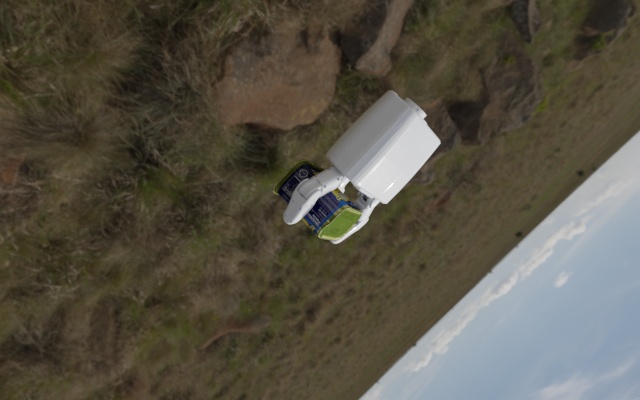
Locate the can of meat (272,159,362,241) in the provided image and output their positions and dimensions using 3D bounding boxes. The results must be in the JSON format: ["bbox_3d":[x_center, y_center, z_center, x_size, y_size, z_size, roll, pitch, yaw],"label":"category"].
[{"bbox_3d":[0.000,0.002,0.598,0.084,0.057,0.102,46,9,18],"label":"can of meat"}]
